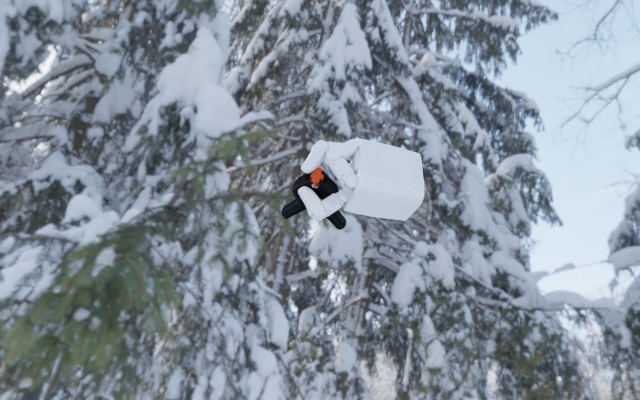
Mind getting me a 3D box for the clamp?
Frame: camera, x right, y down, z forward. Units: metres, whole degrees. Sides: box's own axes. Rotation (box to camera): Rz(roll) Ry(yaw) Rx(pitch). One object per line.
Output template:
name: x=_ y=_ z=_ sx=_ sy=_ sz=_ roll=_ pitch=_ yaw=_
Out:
clamp: x=0.000 y=0.002 z=0.821 sx=0.120 sy=0.039 sz=0.171 roll=10 pitch=-26 yaw=-7
